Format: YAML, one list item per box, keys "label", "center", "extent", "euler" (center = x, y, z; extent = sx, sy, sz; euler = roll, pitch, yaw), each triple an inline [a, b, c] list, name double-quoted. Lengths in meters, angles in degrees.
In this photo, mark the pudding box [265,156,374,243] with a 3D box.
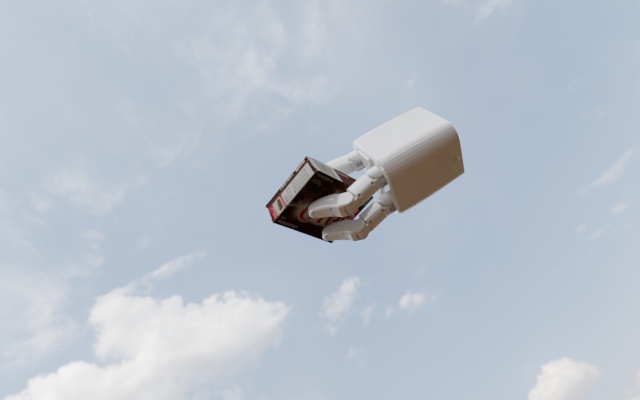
- label: "pudding box"
  center: [0.000, 0.002, 0.618]
  extent: [0.113, 0.090, 0.039]
  euler: [24, 24, -40]
